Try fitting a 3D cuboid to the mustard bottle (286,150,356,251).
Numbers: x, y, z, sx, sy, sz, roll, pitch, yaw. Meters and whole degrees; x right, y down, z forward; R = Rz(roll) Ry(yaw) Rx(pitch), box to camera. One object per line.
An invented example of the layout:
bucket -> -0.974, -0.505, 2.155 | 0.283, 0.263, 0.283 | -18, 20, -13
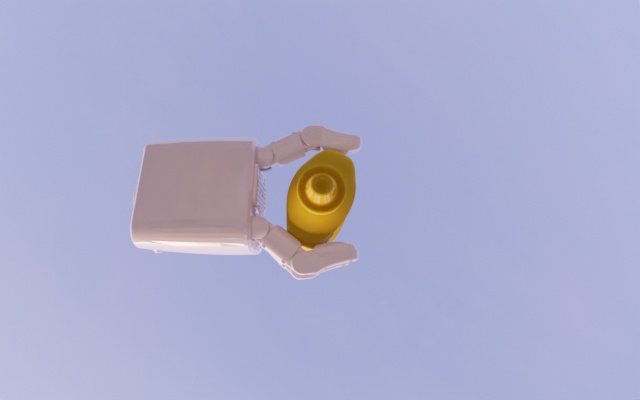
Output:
mustard bottle -> 0.000, 0.002, 0.466 | 0.058, 0.096, 0.192 | 24, -8, 4
